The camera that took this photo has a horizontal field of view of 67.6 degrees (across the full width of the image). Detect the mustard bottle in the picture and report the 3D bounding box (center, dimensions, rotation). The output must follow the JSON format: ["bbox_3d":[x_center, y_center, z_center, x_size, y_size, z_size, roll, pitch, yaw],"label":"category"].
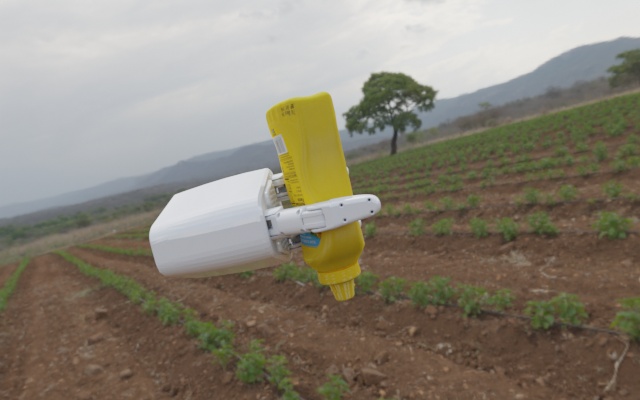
[{"bbox_3d":[0.000,0.001,0.448,0.058,0.191,0.096,-16,6,-19],"label":"mustard bottle"}]
